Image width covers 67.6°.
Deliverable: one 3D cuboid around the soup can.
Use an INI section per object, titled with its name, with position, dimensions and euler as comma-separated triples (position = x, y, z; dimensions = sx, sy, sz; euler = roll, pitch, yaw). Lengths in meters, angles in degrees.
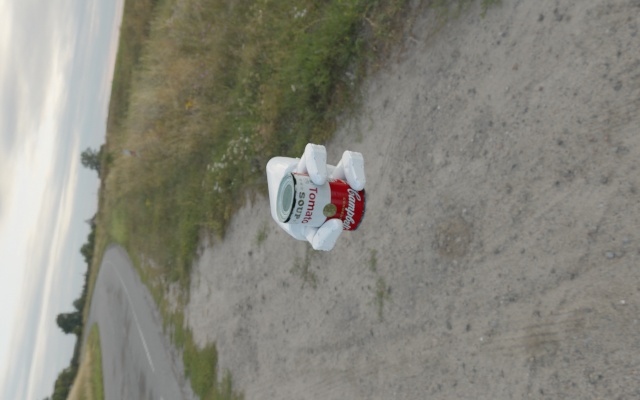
[soup can]
position = 0.000, 0.002, 0.629
dimensions = 0.102, 0.068, 0.068
euler = 8, -3, -24
